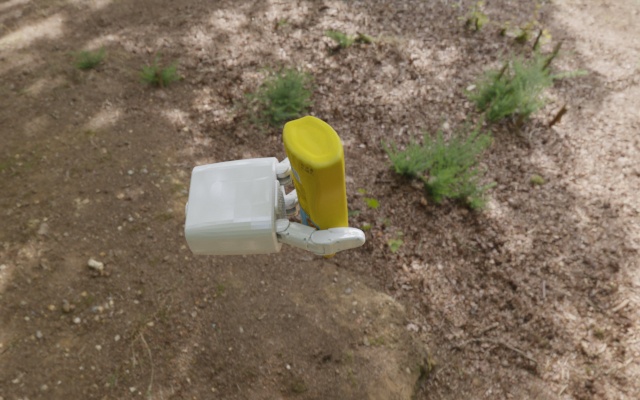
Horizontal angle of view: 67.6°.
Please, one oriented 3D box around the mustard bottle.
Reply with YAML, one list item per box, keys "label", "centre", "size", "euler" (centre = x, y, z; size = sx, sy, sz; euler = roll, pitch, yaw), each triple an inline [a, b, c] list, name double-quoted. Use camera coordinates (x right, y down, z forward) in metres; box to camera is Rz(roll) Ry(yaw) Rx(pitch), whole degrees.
- label: "mustard bottle"
  centre: [0.000, 0.002, 0.573]
  size: [0.058, 0.192, 0.096]
  euler: [-21, 45, -14]
